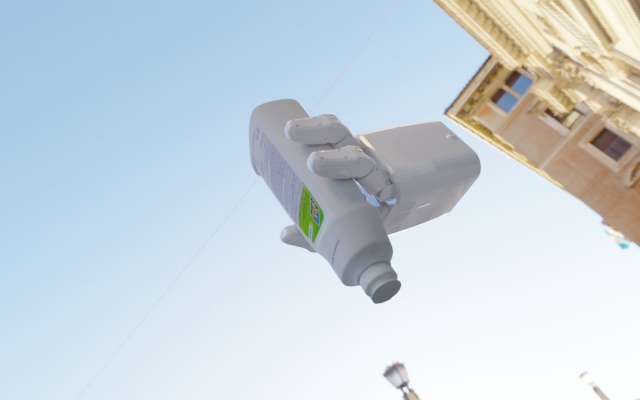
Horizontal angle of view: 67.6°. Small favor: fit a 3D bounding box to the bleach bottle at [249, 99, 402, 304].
[{"bbox_3d":[0.000,0.001,0.471,0.068,0.103,0.250,-16,46,-19],"label":"bleach bottle"}]
